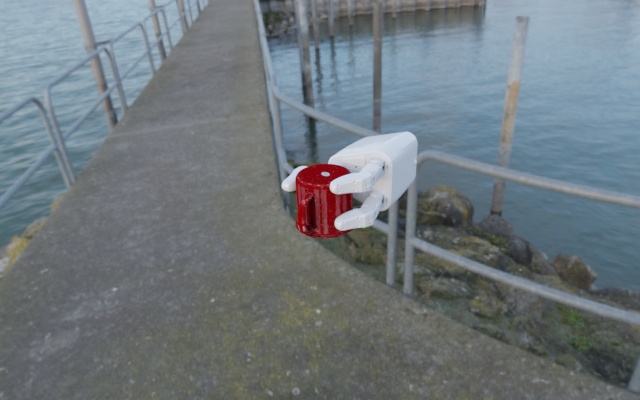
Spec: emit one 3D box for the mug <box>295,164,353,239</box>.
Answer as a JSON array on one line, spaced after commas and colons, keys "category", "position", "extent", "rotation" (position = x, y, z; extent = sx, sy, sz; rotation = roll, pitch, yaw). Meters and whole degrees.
[{"category": "mug", "position": [-0.001, 0.003, 0.688], "extent": [0.093, 0.081, 0.117], "rotation": [13, 31, 29]}]
